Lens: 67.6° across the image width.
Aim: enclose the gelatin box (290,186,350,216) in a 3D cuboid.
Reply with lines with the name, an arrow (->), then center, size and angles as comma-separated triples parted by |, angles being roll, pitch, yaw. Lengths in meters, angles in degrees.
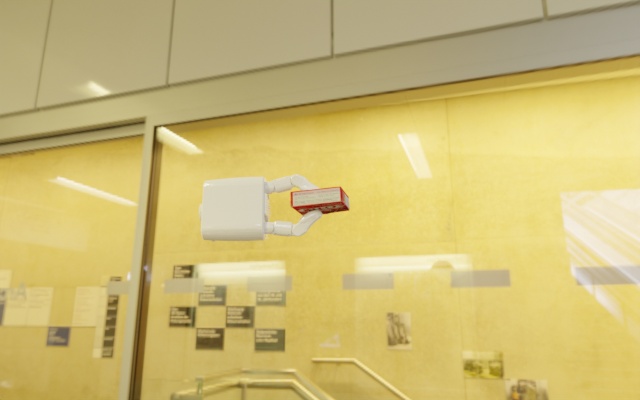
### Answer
gelatin box -> 0.000, 0.002, 0.814 | 0.089, 0.030, 0.073 | -7, -14, 12
